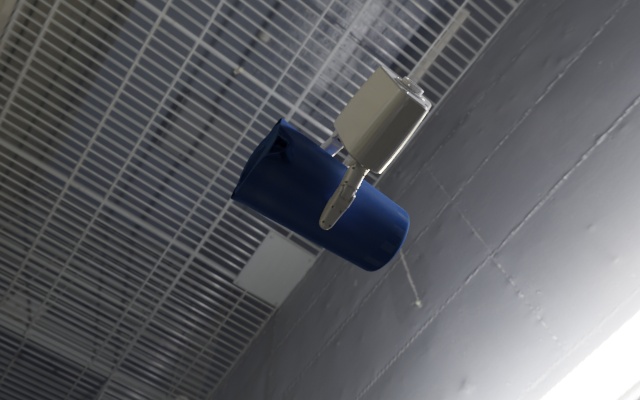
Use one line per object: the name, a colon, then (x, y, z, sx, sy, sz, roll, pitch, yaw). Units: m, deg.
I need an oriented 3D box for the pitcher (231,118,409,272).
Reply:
pitcher: (0.000, 0.002, 0.699, 0.243, 0.145, 0.149, 33, 21, -13)
